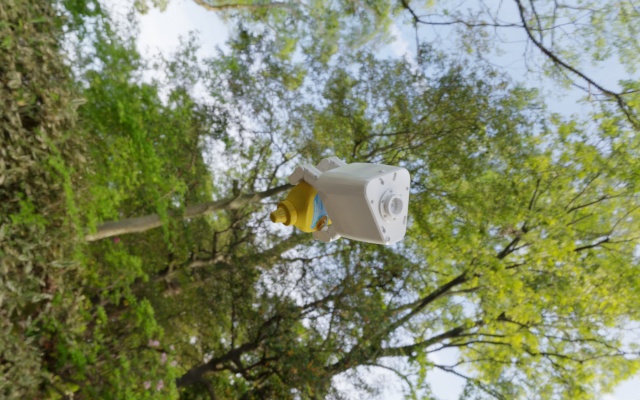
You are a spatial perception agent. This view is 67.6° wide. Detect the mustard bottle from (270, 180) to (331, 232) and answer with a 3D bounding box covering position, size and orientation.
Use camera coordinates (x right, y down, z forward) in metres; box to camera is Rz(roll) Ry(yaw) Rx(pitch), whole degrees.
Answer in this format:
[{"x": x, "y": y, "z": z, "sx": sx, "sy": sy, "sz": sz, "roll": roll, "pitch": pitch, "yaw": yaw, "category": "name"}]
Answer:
[{"x": 0.000, "y": 0.002, "z": 0.800, "sx": 0.191, "sy": 0.096, "sz": 0.058, "roll": -19, "pitch": 42, "yaw": -35, "category": "mustard bottle"}]
